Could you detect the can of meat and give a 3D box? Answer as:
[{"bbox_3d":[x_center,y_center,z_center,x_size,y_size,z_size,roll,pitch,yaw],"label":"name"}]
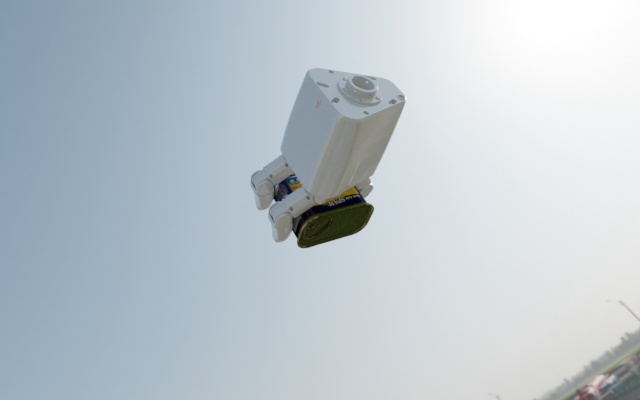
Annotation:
[{"bbox_3d":[0.000,0.002,0.589,0.102,0.084,0.057,-14,-37,-29],"label":"can of meat"}]
